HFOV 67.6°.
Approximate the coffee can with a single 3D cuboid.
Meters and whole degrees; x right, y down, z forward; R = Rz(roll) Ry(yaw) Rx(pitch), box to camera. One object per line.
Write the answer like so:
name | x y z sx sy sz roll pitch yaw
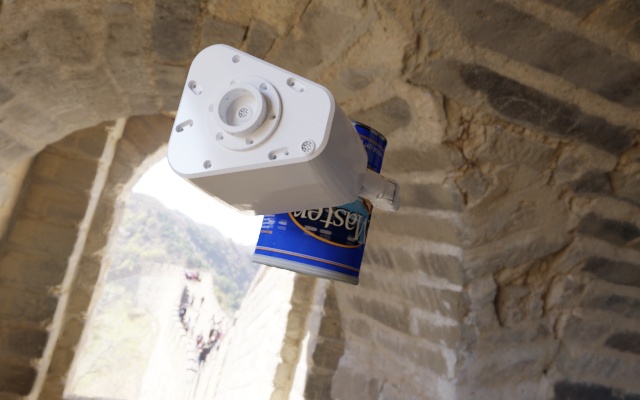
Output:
coffee can | 0.000 0.002 0.458 0.103 0.140 0.103 12 -10 2
